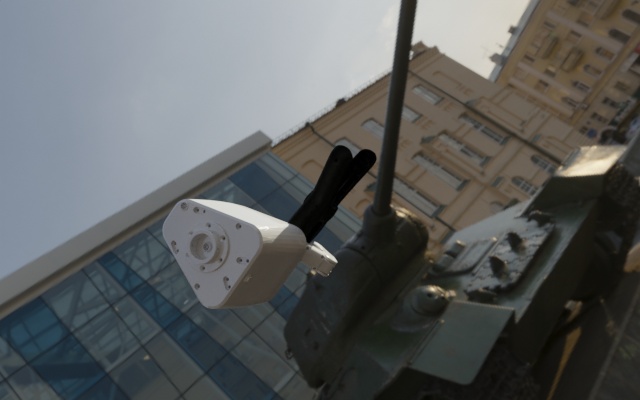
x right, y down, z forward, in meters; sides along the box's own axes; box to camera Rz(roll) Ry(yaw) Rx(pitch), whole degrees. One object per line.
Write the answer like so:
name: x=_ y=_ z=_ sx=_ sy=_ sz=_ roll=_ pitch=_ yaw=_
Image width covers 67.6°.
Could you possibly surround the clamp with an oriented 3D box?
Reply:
clamp: x=0.000 y=0.002 z=0.565 sx=0.039 sy=0.171 sz=0.120 roll=38 pitch=7 yaw=20
